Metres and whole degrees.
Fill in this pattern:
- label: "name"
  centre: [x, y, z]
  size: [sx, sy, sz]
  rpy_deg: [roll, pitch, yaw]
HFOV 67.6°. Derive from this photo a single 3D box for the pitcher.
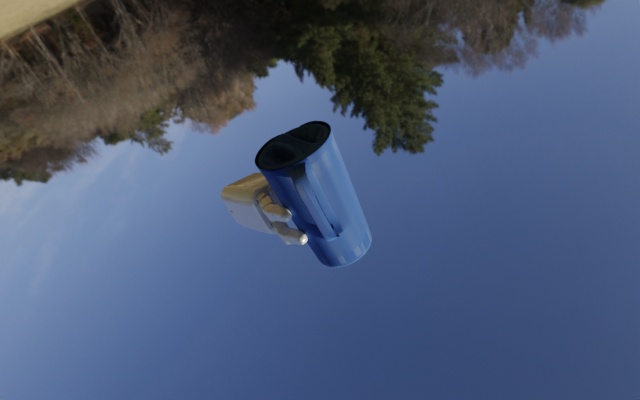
- label: "pitcher"
  centre: [0.000, 0.003, 0.808]
  size: [0.145, 0.243, 0.149]
  rpy_deg: [6, 45, 42]
